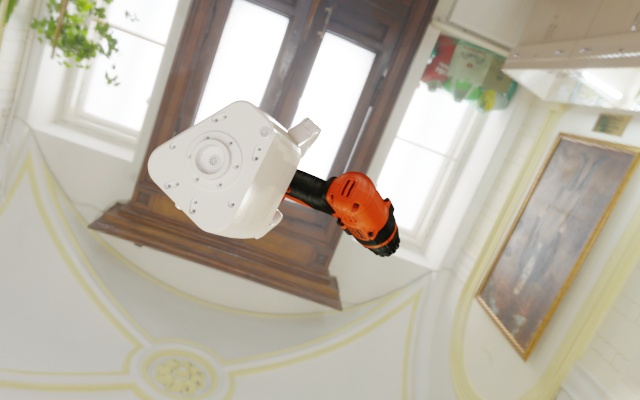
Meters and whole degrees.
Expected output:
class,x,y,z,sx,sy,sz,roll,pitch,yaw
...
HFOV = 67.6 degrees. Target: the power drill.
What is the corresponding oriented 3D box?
class,x,y,z,sx,sy,sz,roll,pitch,yaw
power drill,0.000,0.002,0.564,0.187,0.057,0.184,18,-17,26
